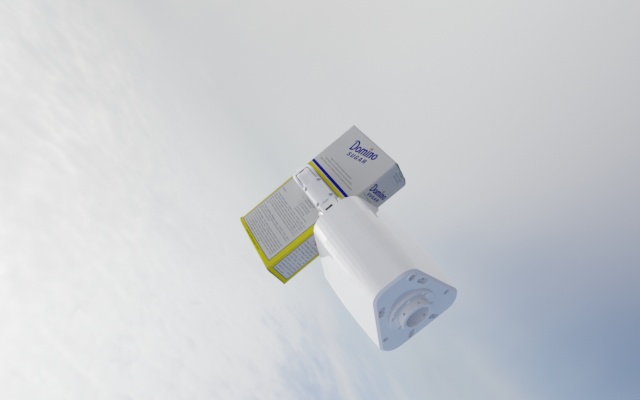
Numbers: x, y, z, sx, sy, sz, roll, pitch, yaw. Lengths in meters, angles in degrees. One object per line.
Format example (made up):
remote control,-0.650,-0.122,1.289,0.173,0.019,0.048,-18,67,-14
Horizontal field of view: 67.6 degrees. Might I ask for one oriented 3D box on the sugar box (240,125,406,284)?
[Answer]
sugar box,0.000,0.002,0.538,0.093,0.176,0.048,52,-2,43
